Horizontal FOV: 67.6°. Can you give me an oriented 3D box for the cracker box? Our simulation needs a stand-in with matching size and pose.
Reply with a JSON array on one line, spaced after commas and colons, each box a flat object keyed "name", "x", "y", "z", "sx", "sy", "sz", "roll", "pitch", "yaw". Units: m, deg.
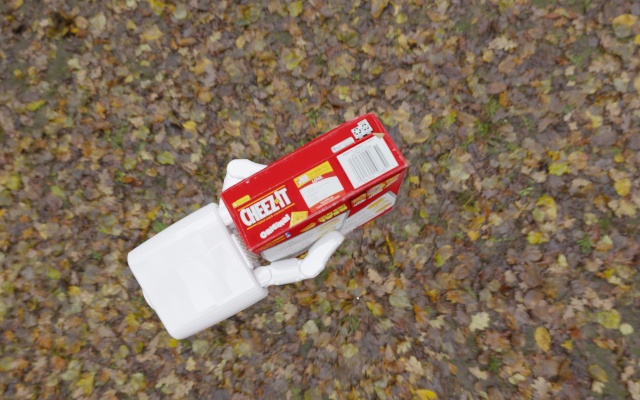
[{"name": "cracker box", "x": 0.000, "y": 0.002, "z": 0.530, "sx": 0.164, "sy": 0.072, "sz": 0.214, "roll": -29, "pitch": -12, "yaw": -2}]
